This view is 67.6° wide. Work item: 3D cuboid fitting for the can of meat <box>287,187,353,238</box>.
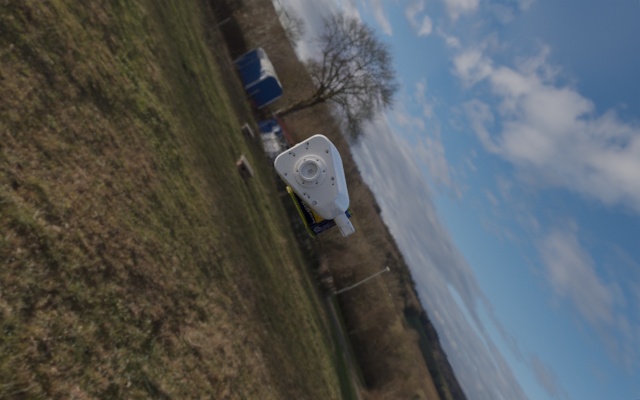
[{"bbox_3d":[0.000,0.003,0.855,0.084,0.102,0.057,-28,-17,4],"label":"can of meat"}]
